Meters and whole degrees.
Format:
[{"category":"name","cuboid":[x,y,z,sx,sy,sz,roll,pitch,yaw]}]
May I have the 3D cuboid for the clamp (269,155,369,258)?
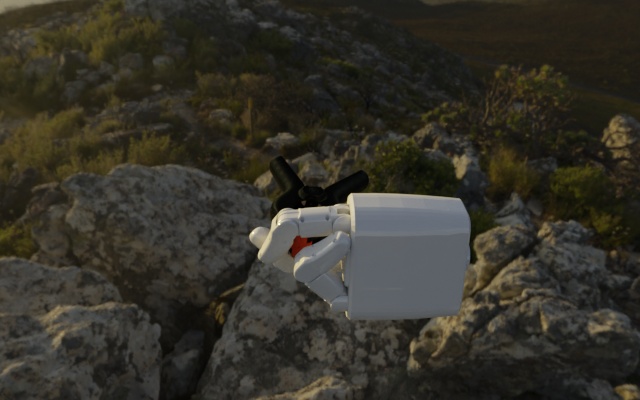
[{"category":"clamp","cuboid":[0.000,0.001,0.522,0.120,0.039,0.171,1,35,-2]}]
